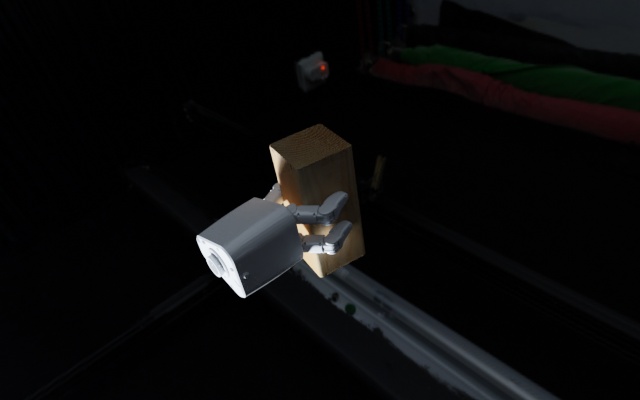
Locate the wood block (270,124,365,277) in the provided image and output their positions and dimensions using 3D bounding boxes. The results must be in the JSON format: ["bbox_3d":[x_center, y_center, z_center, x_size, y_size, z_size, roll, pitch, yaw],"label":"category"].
[{"bbox_3d":[0.000,0.003,0.731,0.090,0.206,0.090,-26,40,-19],"label":"wood block"}]
